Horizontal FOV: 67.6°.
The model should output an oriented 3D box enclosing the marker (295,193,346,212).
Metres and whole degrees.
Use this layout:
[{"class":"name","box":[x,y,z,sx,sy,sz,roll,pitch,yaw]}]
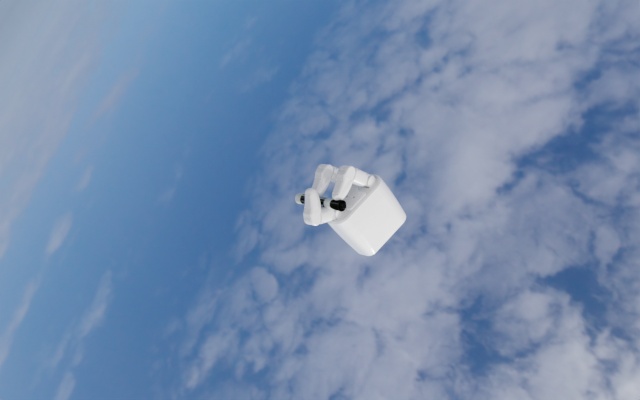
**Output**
[{"class":"marker","box":[0.000,0.003,0.802,0.020,0.020,0.121,0,6,-40]}]
